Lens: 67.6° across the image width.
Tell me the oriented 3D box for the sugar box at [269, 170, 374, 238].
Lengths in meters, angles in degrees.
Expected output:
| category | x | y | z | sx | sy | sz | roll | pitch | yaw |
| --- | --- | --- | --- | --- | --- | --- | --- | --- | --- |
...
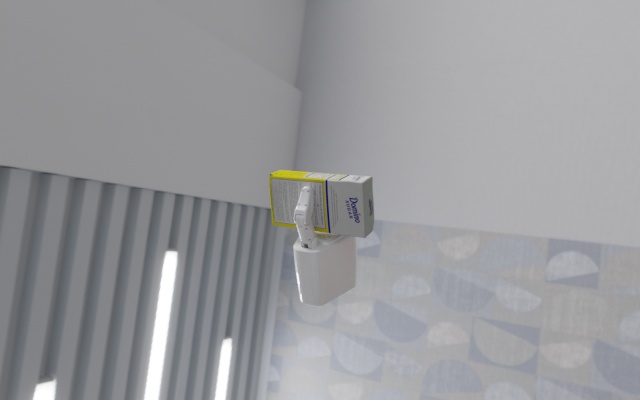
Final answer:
| category | x | y | z | sx | sy | sz | roll | pitch | yaw |
| --- | --- | --- | --- | --- | --- | --- | --- | --- | --- |
| sugar box | 0.000 | 0.003 | 0.785 | 0.176 | 0.093 | 0.048 | 6 | 20 | 27 |
